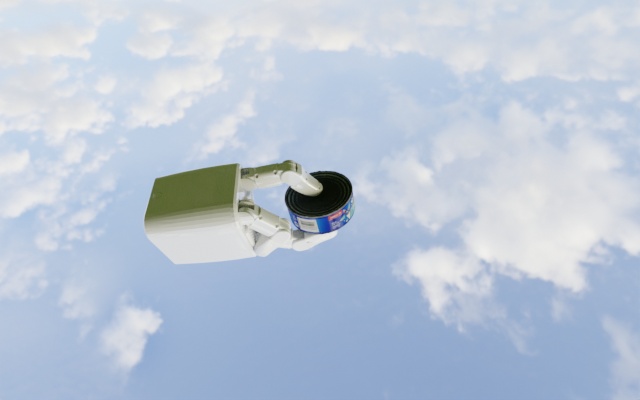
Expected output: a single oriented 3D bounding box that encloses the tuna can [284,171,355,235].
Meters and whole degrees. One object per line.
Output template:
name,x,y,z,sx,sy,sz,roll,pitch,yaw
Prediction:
tuna can,0.000,0.002,0.599,0.086,0.034,0.086,-8,42,7
